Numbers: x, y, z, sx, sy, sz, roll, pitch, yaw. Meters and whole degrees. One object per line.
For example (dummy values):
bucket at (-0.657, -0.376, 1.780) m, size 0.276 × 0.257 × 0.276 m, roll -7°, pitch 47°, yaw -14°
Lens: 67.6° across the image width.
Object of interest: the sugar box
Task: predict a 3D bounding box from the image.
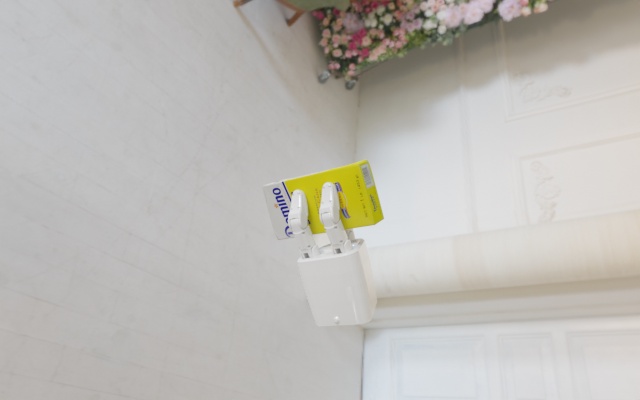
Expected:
sugar box at (0.000, 0.003, 0.726) m, size 0.176 × 0.093 × 0.048 m, roll -12°, pitch 6°, yaw 29°
